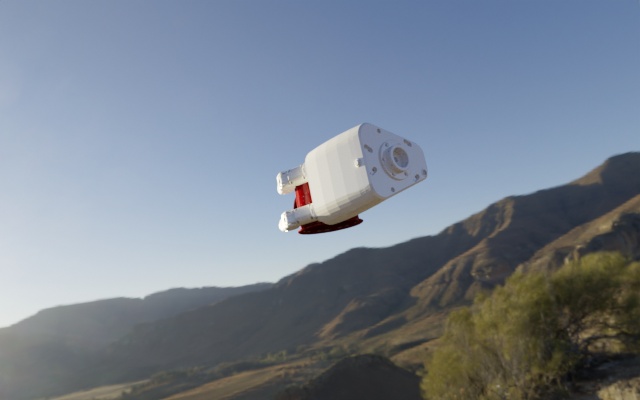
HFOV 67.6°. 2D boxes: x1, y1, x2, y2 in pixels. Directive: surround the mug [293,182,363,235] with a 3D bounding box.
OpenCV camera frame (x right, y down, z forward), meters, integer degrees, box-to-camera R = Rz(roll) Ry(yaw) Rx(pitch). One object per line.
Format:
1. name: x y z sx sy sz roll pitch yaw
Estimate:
1. mug: -0.001 0.002 0.685 0.093 0.081 0.117 -1 -15 -38
